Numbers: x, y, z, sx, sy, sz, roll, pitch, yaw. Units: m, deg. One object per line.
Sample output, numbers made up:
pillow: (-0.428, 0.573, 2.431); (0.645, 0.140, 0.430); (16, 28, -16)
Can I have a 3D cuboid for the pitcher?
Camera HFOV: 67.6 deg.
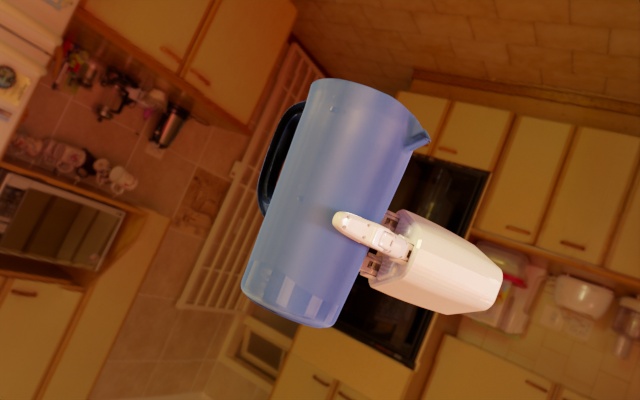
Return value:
pitcher: (0.000, 0.002, 0.520); (0.145, 0.243, 0.149); (24, -5, -11)
